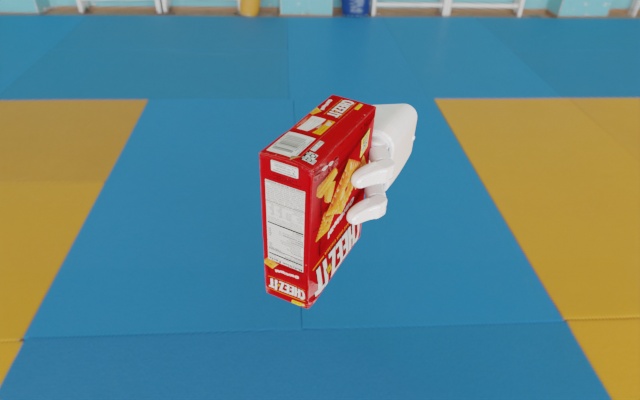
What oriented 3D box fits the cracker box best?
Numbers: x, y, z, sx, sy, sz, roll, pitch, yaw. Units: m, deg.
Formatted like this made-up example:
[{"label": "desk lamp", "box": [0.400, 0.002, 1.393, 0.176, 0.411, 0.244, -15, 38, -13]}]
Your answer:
[{"label": "cracker box", "box": [0.000, 0.002, 0.593, 0.072, 0.214, 0.164, 19, 41, 21]}]
